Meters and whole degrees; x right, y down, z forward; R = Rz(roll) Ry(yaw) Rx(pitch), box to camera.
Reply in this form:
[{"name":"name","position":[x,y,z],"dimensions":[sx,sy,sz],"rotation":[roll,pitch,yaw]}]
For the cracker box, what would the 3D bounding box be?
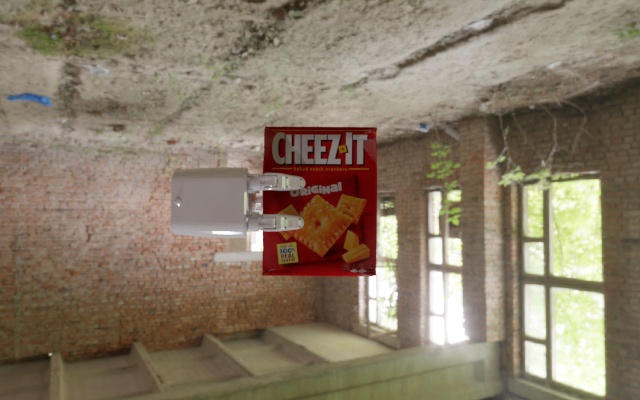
[{"name":"cracker box","position":[0.000,0.002,0.695],"dimensions":[0.164,0.213,0.072],"rotation":[1,-2,2]}]
